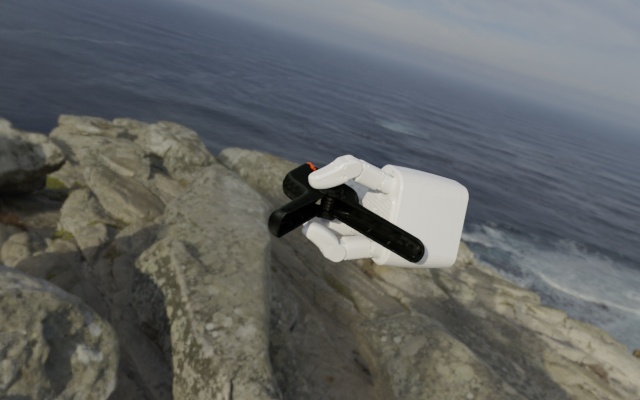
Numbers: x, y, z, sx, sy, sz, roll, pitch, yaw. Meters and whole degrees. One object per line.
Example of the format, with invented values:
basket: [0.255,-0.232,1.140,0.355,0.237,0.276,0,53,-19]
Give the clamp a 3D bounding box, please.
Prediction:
clamp: [0.000,0.001,0.535,0.164,0.036,0.210,11,19,-26]
